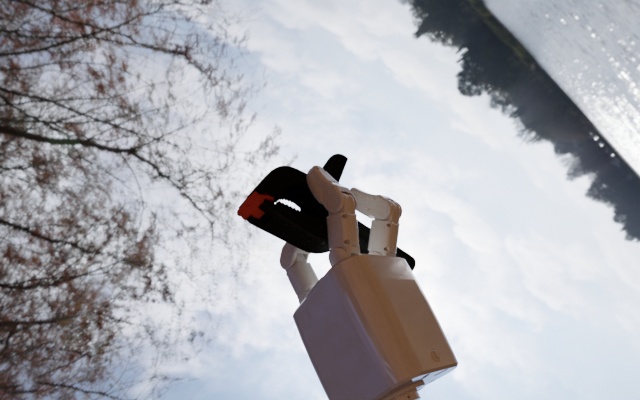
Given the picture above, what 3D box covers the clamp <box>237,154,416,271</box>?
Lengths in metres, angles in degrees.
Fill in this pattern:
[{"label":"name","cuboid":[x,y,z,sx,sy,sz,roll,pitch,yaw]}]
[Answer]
[{"label":"clamp","cuboid":[-0.001,0.002,0.477,0.210,0.164,0.036,11,-48,-48]}]
